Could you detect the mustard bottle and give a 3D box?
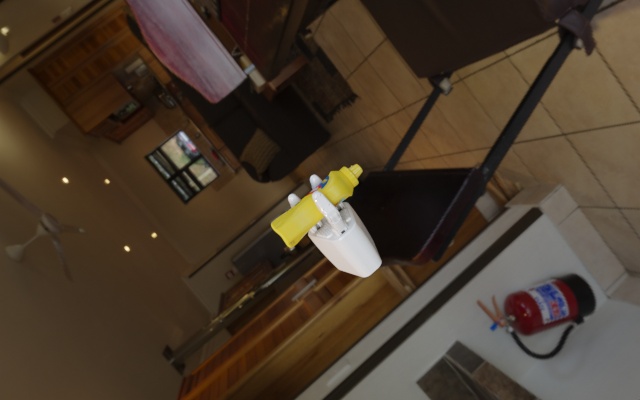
[{"bbox_3d":[0.000,0.003,0.861,0.191,0.058,0.096,-41,1,-6],"label":"mustard bottle"}]
